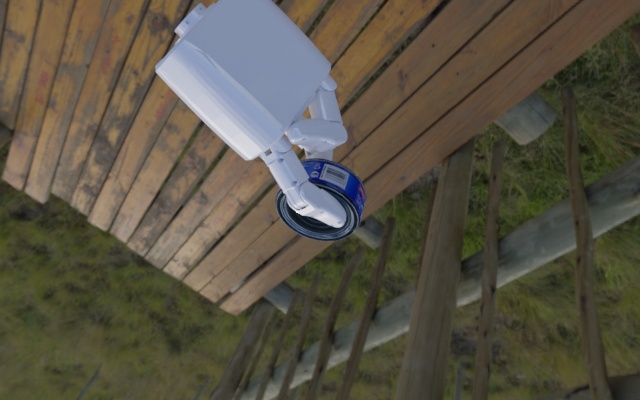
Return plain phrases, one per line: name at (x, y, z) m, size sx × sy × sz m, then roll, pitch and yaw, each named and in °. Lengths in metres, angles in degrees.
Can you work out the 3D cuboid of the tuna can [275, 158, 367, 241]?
tuna can at (0.000, 0.002, 0.468) m, size 0.086 × 0.033 × 0.086 m, roll 10°, pitch -42°, yaw 9°
